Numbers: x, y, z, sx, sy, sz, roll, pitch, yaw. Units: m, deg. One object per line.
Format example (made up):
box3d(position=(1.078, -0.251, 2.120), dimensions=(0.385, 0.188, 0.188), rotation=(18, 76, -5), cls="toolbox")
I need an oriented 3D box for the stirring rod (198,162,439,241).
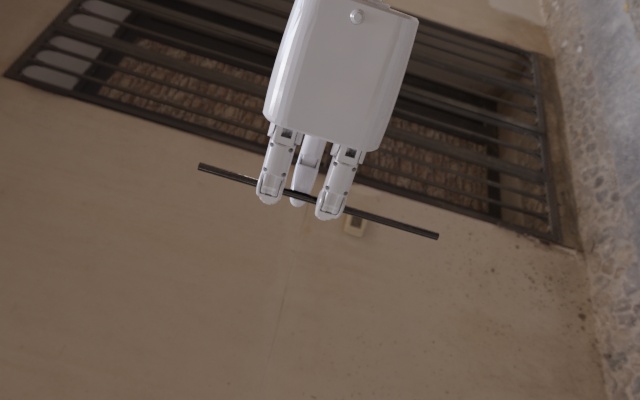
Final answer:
box3d(position=(0.000, 0.001, 0.460), dimensions=(0.239, 0.011, 0.011), rotation=(16, -1, -4), cls="stirring rod")
